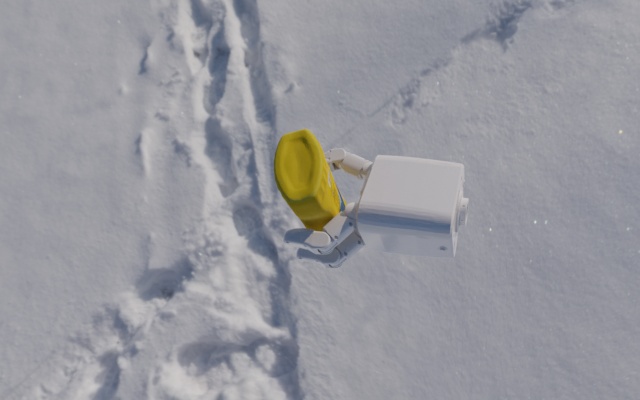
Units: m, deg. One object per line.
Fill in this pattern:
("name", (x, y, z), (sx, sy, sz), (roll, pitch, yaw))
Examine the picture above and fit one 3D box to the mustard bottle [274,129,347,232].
("mustard bottle", (0.000, 0.002, 0.595), (0.058, 0.096, 0.192), (-15, -30, 9))
